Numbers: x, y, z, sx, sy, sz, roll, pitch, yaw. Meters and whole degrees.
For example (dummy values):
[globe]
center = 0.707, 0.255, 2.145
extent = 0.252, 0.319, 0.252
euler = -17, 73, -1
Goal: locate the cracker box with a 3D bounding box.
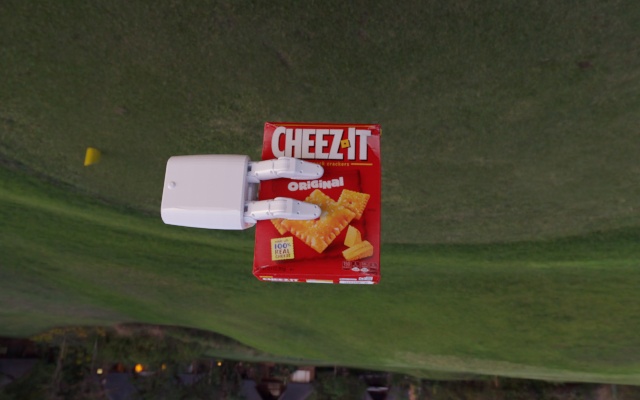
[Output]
[cracker box]
center = 0.000, 0.002, 0.651
extent = 0.164, 0.213, 0.072
euler = 2, -16, 2
